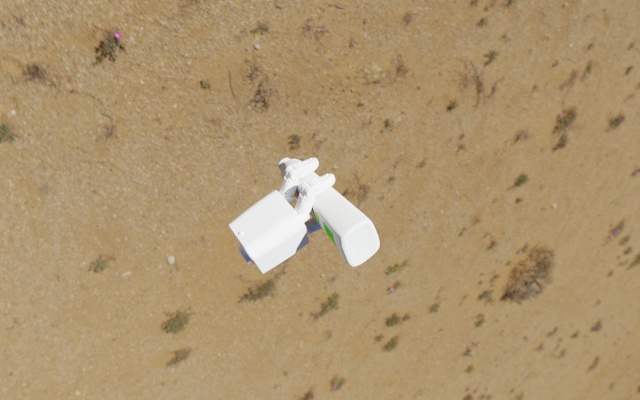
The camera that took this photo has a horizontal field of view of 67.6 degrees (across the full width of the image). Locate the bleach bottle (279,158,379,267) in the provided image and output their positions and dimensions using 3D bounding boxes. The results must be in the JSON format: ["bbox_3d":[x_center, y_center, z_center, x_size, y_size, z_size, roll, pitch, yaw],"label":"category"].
[{"bbox_3d":[0.000,0.003,0.856,0.068,0.103,0.250,-36,49,-10],"label":"bleach bottle"}]
